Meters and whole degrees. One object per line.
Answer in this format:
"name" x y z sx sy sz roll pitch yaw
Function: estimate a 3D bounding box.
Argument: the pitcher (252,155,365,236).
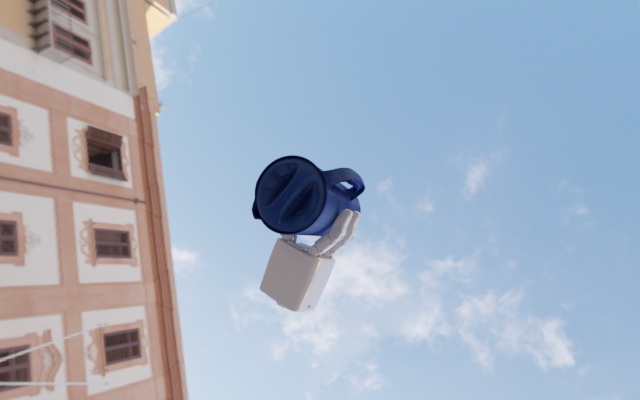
"pitcher" 0.000 0.003 0.887 0.149 0.145 0.243 23 1 24
